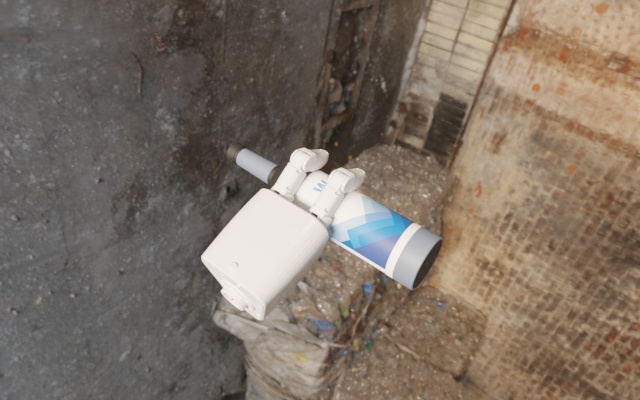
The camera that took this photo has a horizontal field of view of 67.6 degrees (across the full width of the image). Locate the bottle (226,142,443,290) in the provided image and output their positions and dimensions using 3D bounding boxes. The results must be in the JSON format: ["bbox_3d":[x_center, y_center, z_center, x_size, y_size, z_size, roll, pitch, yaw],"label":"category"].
[{"bbox_3d":[0.000,0.002,0.578,0.295,0.069,0.069,30,13,24],"label":"bottle"}]
